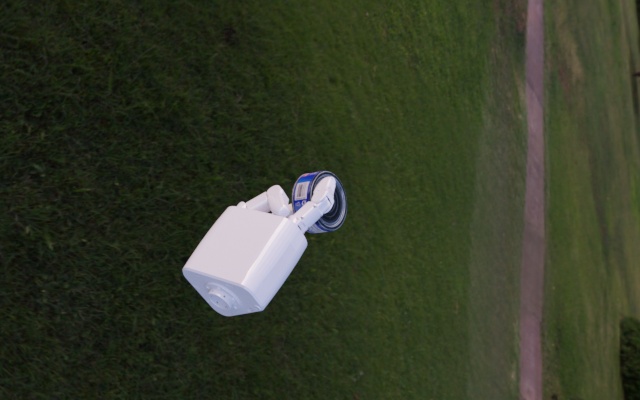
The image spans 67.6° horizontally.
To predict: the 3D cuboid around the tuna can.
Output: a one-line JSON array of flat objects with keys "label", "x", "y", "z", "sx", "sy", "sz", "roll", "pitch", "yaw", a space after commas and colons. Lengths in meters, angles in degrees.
[{"label": "tuna can", "x": 0.001, "y": 0.002, "z": 0.666, "sx": 0.034, "sy": 0.086, "sz": 0.086, "roll": -8, "pitch": -5, "yaw": 38}]
